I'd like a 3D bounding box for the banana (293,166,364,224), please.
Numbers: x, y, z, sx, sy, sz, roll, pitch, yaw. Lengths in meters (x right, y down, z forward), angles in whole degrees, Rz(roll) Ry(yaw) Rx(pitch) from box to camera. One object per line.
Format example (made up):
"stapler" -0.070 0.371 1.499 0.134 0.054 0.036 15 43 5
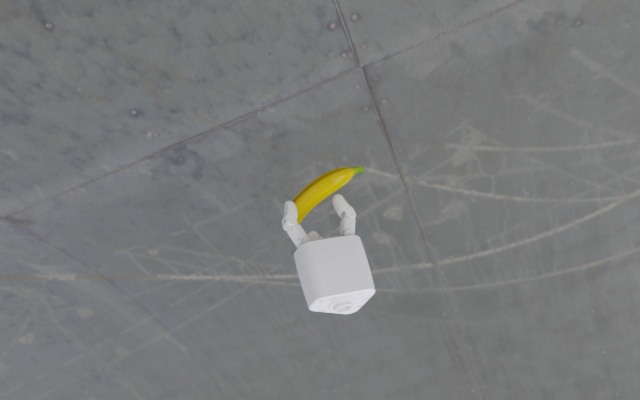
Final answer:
"banana" -0.009 -0.004 0.873 0.198 0.037 0.070 -37 -36 26
